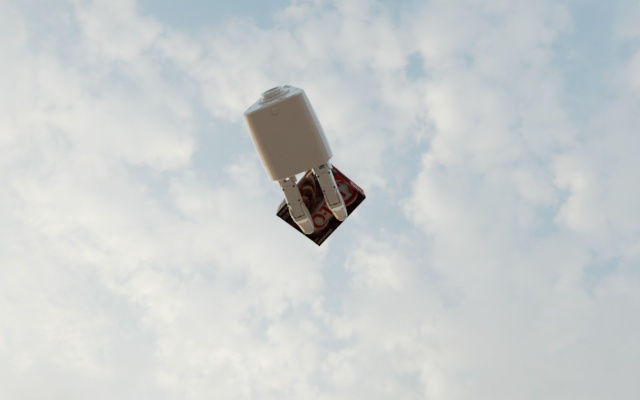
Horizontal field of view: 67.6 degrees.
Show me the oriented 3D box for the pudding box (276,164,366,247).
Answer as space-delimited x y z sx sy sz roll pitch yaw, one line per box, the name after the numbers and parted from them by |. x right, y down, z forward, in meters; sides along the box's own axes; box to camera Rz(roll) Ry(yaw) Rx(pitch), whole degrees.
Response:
0.000 0.002 0.738 0.090 0.113 0.039 37 19 -16 | pudding box
